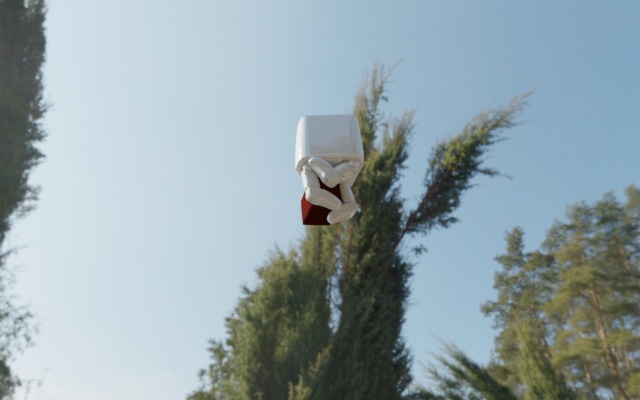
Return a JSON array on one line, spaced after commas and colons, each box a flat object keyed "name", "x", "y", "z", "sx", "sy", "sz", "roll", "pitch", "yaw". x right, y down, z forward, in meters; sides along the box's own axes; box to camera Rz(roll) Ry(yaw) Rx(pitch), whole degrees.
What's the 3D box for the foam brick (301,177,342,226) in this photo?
[{"name": "foam brick", "x": 0.000, "y": 0.003, "z": 0.844, "sx": 0.053, "sy": 0.051, "sz": 0.078, "roll": 4, "pitch": -36, "yaw": -17}]
